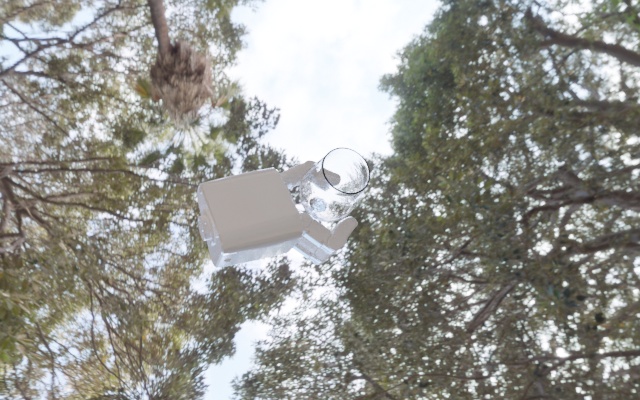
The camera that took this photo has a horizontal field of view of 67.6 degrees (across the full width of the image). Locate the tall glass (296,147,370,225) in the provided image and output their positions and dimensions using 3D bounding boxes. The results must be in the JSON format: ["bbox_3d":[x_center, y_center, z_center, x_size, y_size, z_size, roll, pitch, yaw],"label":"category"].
[{"bbox_3d":[0.000,0.002,0.650,0.079,0.079,0.201,0,-23,-20],"label":"tall glass"}]
